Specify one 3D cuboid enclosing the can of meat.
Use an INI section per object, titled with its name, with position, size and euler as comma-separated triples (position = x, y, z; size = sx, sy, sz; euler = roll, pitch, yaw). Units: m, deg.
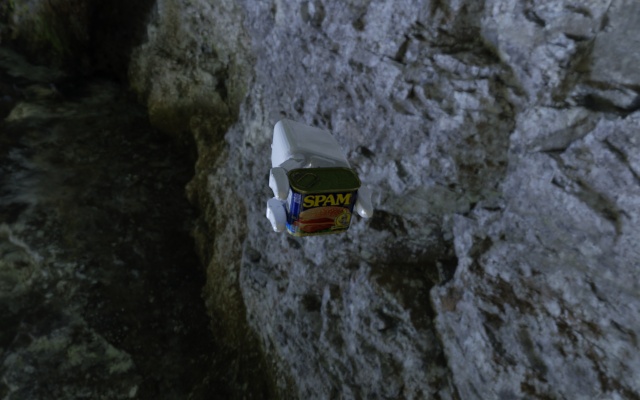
[can of meat]
position = 0.000, 0.003, 0.687
size = 0.102, 0.084, 0.057
euler = -4, 37, -18
